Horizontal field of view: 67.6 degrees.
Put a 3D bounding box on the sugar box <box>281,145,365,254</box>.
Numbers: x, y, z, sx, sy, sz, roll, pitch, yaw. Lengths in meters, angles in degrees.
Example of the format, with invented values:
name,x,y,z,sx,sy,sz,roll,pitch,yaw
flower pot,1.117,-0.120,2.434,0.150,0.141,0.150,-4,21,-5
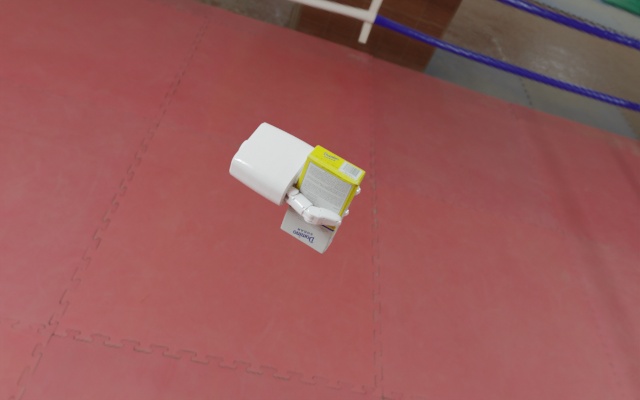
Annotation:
name,x,y,z,sx,sy,sz,roll,pitch,yaw
sugar box,0.000,0.002,0.812,0.093,0.176,0.048,31,44,8
